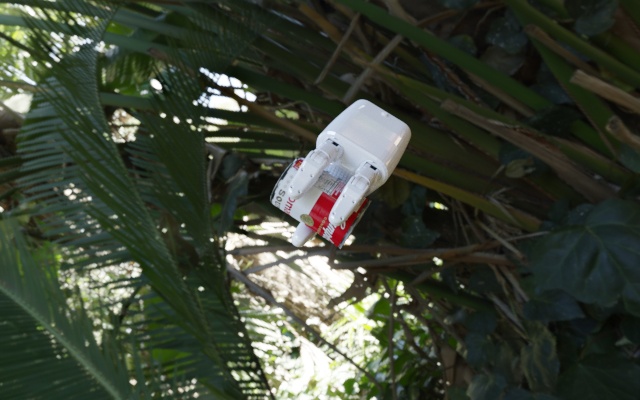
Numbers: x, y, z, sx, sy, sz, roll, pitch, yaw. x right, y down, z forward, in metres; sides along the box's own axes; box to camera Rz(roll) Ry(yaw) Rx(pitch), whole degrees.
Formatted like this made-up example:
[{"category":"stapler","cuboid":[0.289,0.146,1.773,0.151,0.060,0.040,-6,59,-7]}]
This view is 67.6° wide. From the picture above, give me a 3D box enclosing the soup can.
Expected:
[{"category":"soup can","cuboid":[0.000,0.002,0.571,0.102,0.068,0.068,33,4,6]}]
